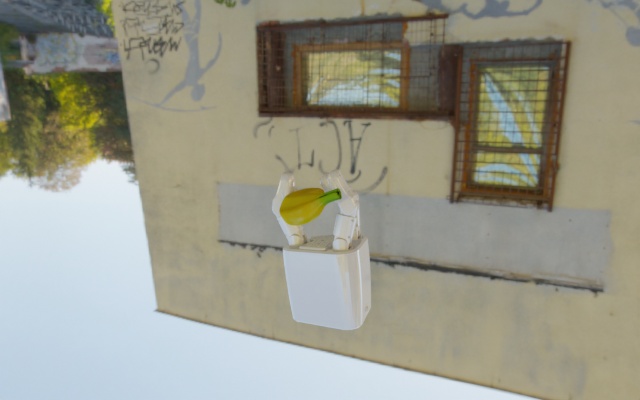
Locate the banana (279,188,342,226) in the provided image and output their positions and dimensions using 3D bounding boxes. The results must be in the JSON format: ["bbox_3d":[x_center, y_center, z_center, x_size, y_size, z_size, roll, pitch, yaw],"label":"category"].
[{"bbox_3d":[-0.018,0.006,0.597,0.069,0.037,0.198,-12,4,-5],"label":"banana"}]
